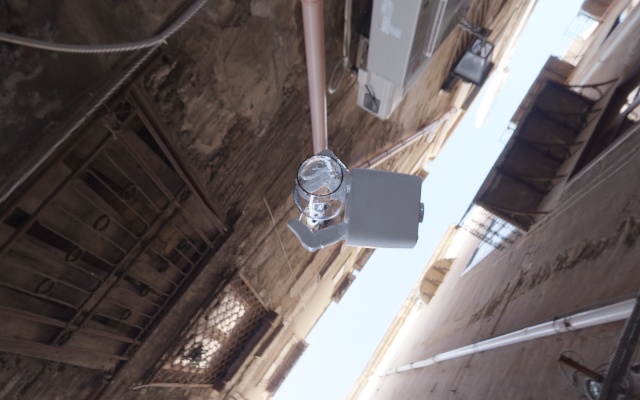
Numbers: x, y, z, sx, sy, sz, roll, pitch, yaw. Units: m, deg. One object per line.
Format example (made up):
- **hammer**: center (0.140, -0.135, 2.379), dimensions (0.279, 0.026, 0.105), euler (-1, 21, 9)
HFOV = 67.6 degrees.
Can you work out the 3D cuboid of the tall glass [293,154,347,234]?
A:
- **tall glass**: center (0.000, 0.003, 0.721), dimensions (0.079, 0.079, 0.201), euler (0, -21, 1)
